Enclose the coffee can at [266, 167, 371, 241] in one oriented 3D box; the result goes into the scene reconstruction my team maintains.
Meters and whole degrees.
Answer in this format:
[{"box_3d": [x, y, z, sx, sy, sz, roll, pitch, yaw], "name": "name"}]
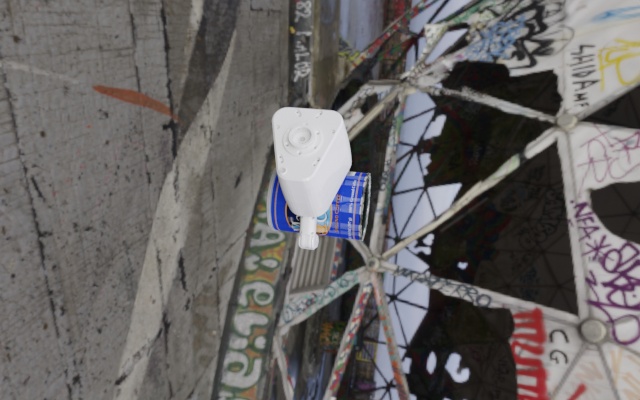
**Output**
[{"box_3d": [0.000, 0.002, 0.724, 0.140, 0.103, 0.103, 6, 1, 11], "name": "coffee can"}]
